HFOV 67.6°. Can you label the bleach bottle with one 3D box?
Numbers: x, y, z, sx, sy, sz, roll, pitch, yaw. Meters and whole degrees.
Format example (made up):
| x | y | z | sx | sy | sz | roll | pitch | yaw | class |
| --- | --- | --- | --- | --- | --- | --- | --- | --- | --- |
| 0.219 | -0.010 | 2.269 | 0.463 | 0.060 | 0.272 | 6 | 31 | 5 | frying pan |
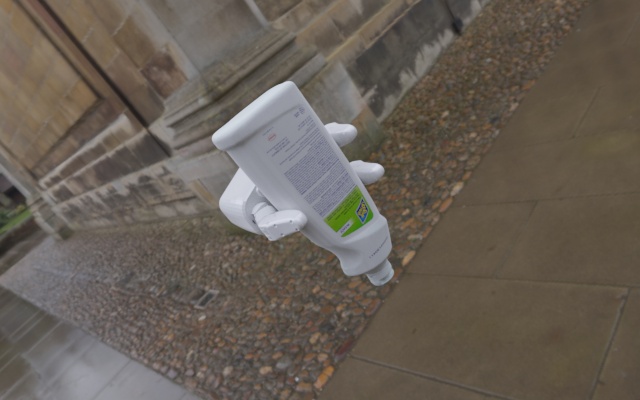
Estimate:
| x | y | z | sx | sy | sz | roll | pitch | yaw | class |
| --- | --- | --- | --- | --- | --- | --- | --- | --- | --- |
| 0.000 | 0.002 | 0.522 | 0.102 | 0.251 | 0.068 | -43 | 22 | -19 | bleach bottle |
